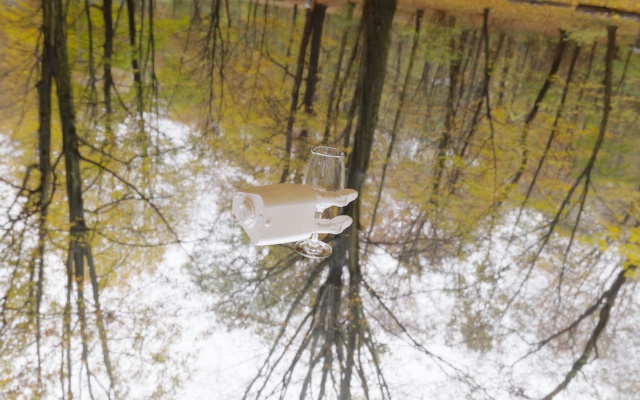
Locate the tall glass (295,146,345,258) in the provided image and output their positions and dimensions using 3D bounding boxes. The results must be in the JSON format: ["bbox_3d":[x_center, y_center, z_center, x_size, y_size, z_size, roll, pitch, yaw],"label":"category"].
[{"bbox_3d":[0.000,0.004,0.899,0.079,0.201,0.079,8,21,-3],"label":"tall glass"}]
